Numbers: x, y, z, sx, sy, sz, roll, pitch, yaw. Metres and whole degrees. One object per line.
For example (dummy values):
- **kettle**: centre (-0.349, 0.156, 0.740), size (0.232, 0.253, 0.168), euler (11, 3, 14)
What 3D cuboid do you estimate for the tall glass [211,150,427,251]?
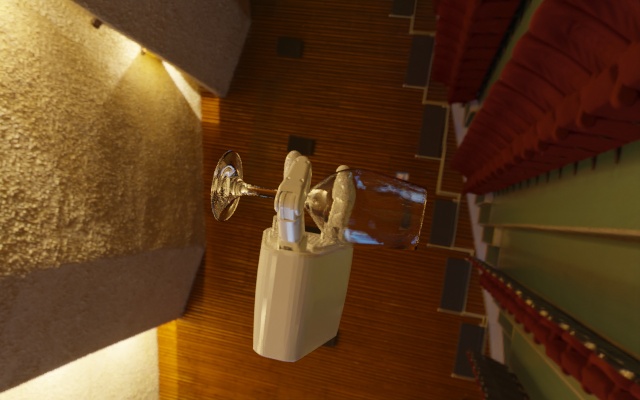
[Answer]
- **tall glass**: centre (-0.001, 0.001, 0.473), size (0.201, 0.079, 0.079), euler (9, 2, 11)
